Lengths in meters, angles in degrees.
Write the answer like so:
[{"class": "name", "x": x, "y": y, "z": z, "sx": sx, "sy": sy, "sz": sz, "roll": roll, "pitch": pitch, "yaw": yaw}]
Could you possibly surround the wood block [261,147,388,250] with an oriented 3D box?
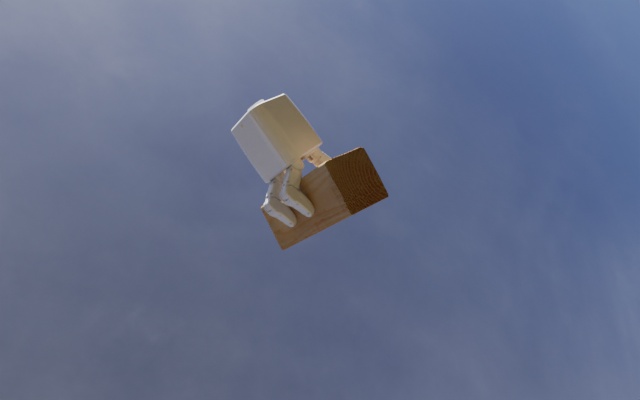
[{"class": "wood block", "x": 0.000, "y": 0.002, "z": 0.789, "sx": 0.091, "sy": 0.090, "sz": 0.206, "roll": -26, "pitch": -3, "yaw": -39}]
